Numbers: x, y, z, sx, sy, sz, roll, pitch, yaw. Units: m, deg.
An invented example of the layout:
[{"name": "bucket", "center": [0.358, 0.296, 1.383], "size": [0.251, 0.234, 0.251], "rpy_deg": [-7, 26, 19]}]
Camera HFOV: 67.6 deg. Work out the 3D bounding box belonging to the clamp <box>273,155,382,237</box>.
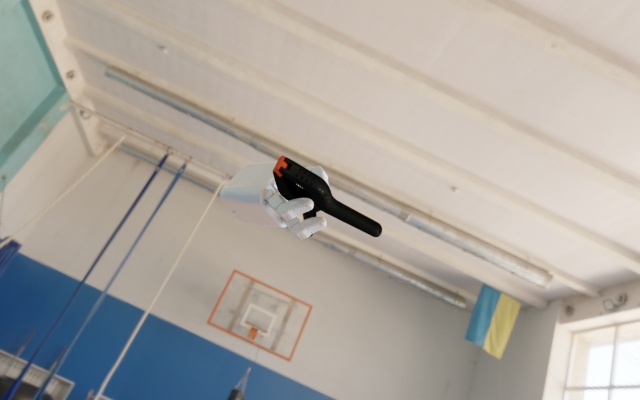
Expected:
[{"name": "clamp", "center": [0.000, 0.002, 0.793], "size": [0.164, 0.036, 0.210], "rpy_deg": [1, -35, 34]}]
